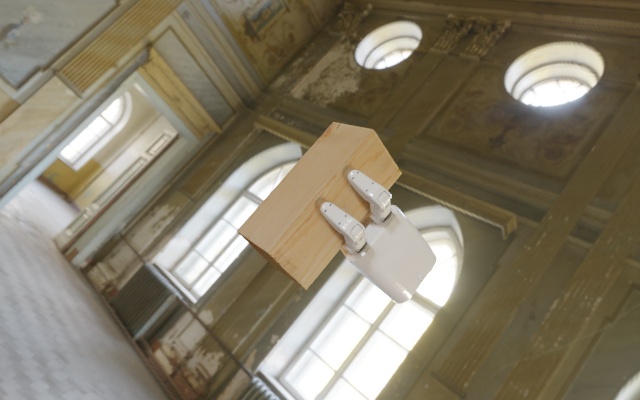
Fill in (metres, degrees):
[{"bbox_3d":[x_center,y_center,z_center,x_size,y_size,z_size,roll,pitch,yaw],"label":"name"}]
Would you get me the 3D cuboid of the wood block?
[{"bbox_3d":[0.000,0.002,0.644,0.091,0.206,0.090,22,-22,53],"label":"wood block"}]
